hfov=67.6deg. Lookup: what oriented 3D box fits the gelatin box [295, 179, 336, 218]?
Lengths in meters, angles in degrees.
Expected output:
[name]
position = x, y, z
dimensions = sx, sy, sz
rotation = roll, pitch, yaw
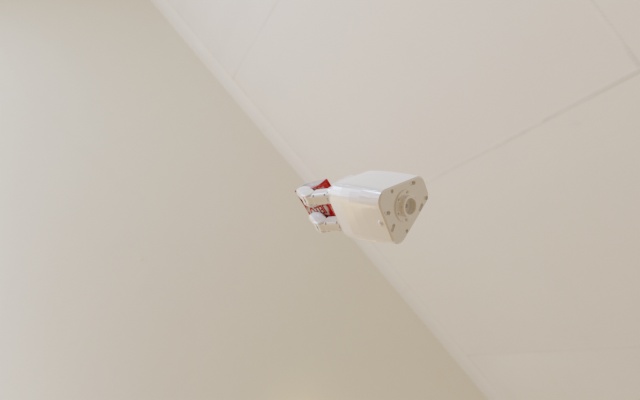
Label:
[gelatin box]
position = 0.000, 0.003, 0.847
dimensions = 0.030, 0.073, 0.089
rotation = -38, 14, -25
